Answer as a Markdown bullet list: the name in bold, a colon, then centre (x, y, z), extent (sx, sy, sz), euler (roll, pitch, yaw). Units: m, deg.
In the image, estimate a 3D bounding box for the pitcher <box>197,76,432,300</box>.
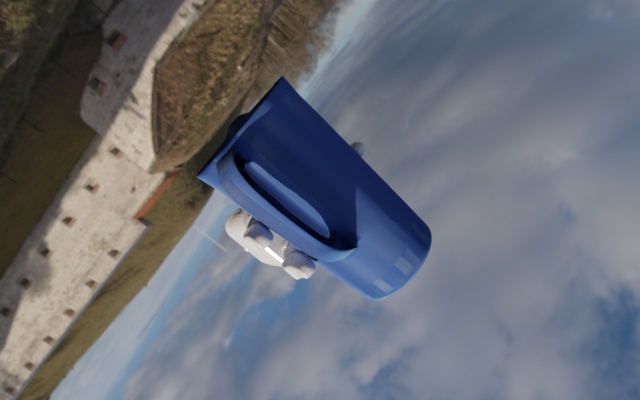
- **pitcher**: centre (0.000, 0.002, 0.503), extent (0.243, 0.149, 0.145), euler (41, -23, -14)
